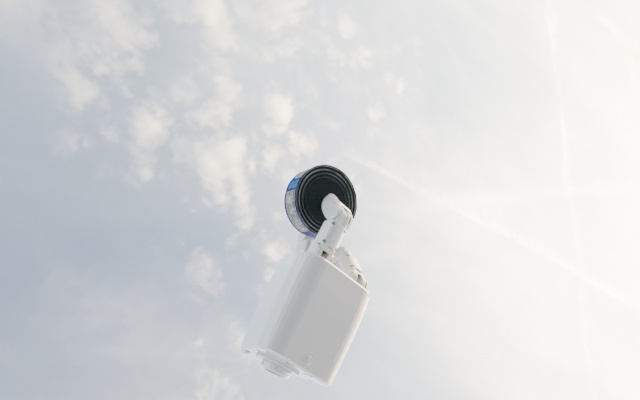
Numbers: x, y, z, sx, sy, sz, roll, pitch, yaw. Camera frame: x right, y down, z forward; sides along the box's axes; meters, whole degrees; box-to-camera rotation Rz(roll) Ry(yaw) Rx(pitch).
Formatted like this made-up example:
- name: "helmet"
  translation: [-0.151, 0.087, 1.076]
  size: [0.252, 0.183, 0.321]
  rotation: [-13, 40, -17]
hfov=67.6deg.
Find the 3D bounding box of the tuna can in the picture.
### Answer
- name: "tuna can"
  translation: [0.000, 0.002, 0.577]
  size: [0.086, 0.086, 0.034]
  rotation: [0, -7, -32]
